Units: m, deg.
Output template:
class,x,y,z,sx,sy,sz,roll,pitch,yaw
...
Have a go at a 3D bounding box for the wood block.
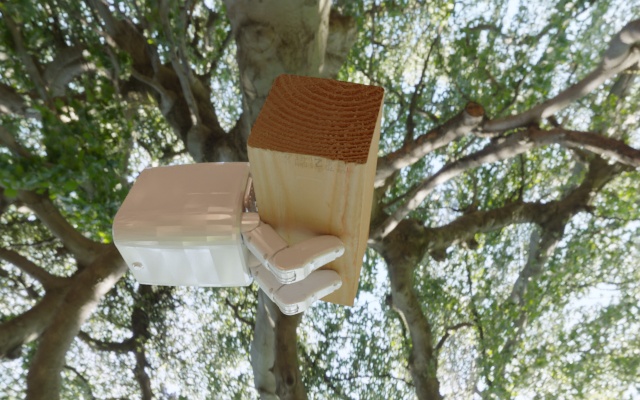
class,x,y,z,sx,sy,sz,roll,pitch,yaw
wood block,0.000,0.001,0.435,0.090,0.090,0.206,9,-39,8
